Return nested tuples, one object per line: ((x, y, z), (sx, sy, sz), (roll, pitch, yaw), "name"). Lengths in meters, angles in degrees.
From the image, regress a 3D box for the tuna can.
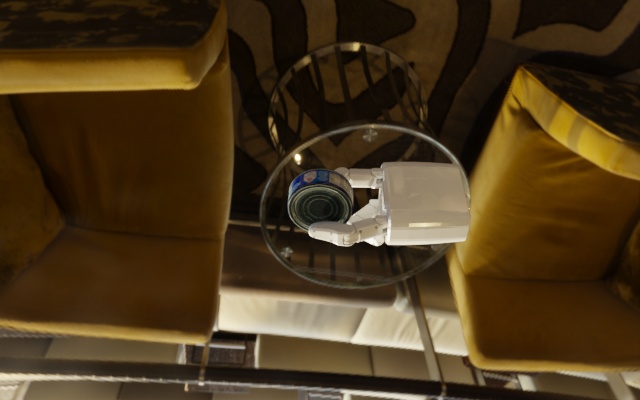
((0.000, 0.002, 0.620), (0.086, 0.086, 0.033), (0, 39, 3), "tuna can")
